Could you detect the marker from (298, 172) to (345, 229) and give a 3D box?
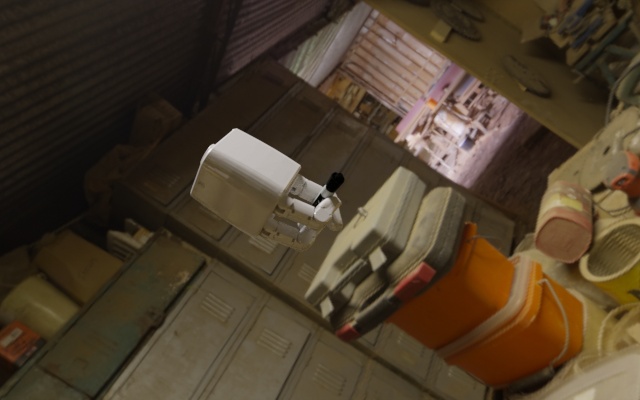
[{"bbox_3d":[0.000,0.002,0.651,0.020,0.020,0.121,0,-35,-30],"label":"marker"}]
